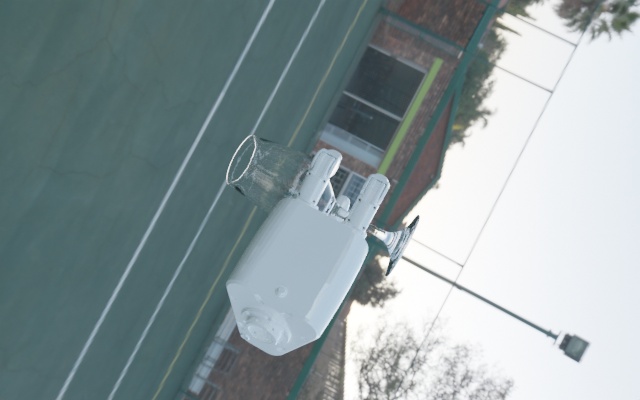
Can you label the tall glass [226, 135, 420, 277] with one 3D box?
[{"bbox_3d":[0.001,0.002,0.515,0.201,0.079,0.079,28,3,6],"label":"tall glass"}]
